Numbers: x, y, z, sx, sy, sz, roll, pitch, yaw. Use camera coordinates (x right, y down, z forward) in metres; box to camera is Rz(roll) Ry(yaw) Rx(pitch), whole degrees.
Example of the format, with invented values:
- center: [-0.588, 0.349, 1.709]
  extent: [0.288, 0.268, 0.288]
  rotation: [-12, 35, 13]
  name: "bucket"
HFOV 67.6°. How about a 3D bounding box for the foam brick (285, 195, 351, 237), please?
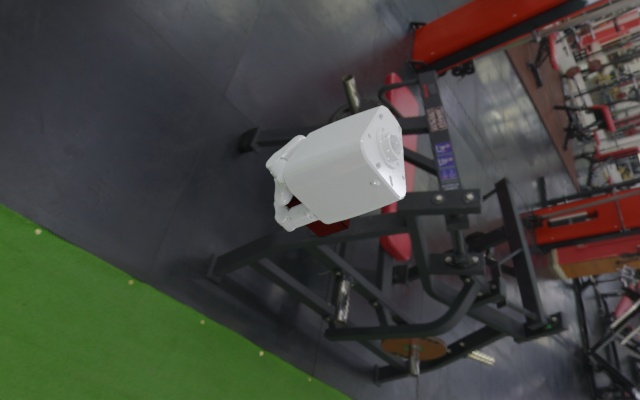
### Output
- center: [0.000, 0.002, 0.627]
  extent: [0.051, 0.053, 0.078]
  rotation: [-19, -48, 33]
  name: "foam brick"
